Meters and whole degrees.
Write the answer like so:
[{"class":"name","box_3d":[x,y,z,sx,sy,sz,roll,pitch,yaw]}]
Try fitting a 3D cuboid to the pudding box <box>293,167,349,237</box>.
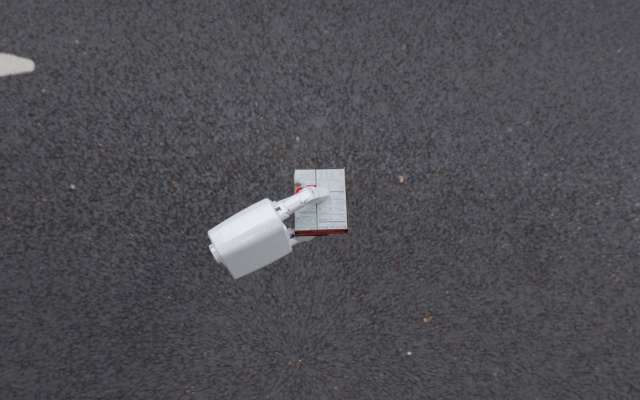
[{"class":"pudding box","box_3d":[0.000,0.003,0.793,0.090,0.113,0.039,-1,-18,-1]}]
